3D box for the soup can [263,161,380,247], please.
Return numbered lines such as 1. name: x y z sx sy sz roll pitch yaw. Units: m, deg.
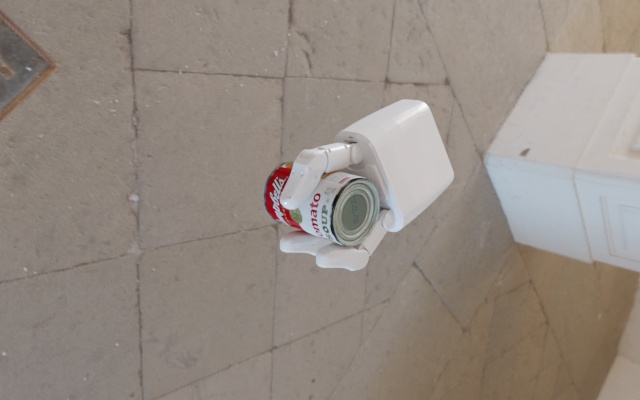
1. soup can: 0.000 0.002 0.477 0.068 0.068 0.102 0 12 -45
